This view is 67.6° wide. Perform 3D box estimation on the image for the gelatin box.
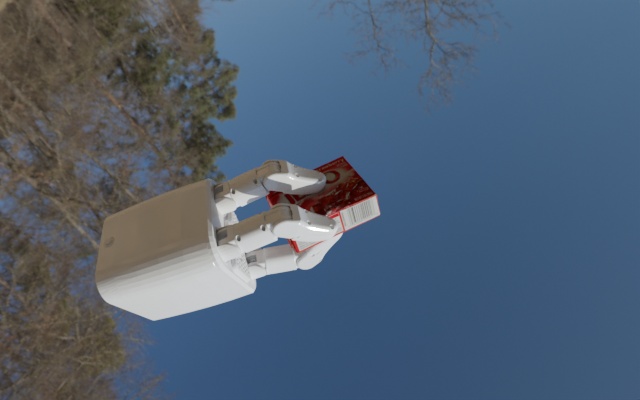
[{"bbox_3d":[0.000,0.002,0.453,0.089,0.030,0.073,-24,41,-9],"label":"gelatin box"}]
